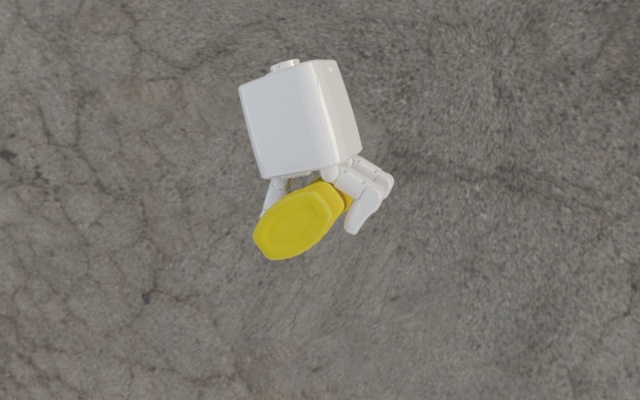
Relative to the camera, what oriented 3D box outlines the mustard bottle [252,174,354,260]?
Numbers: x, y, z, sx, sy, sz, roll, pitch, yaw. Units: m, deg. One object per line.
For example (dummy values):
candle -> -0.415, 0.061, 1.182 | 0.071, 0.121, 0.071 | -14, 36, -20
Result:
mustard bottle -> 0.000, 0.002, 0.558 | 0.096, 0.058, 0.191 | -38, 1, 25
